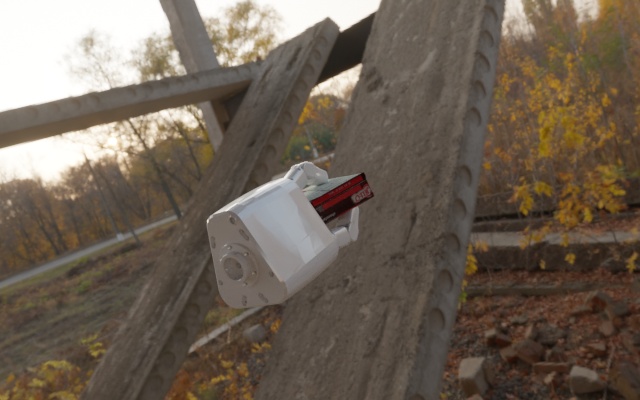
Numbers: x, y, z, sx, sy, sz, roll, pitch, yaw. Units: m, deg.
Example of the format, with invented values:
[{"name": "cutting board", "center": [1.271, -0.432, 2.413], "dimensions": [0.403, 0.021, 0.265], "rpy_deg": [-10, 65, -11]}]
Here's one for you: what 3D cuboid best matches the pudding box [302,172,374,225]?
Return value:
[{"name": "pudding box", "center": [0.000, 0.002, 0.611], "dimensions": [0.090, 0.039, 0.113], "rpy_deg": [-27, 12, -27]}]
